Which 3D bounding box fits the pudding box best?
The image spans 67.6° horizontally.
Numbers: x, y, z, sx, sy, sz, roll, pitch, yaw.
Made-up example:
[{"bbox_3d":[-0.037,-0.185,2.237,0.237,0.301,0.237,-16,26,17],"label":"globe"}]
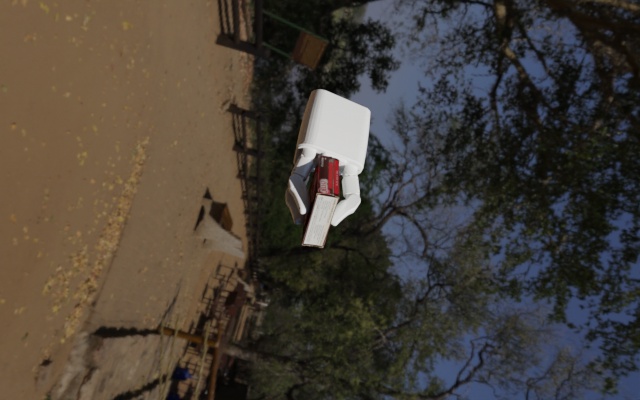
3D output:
[{"bbox_3d":[0.000,0.002,0.730,0.039,0.114,0.090,10,42,-5],"label":"pudding box"}]
